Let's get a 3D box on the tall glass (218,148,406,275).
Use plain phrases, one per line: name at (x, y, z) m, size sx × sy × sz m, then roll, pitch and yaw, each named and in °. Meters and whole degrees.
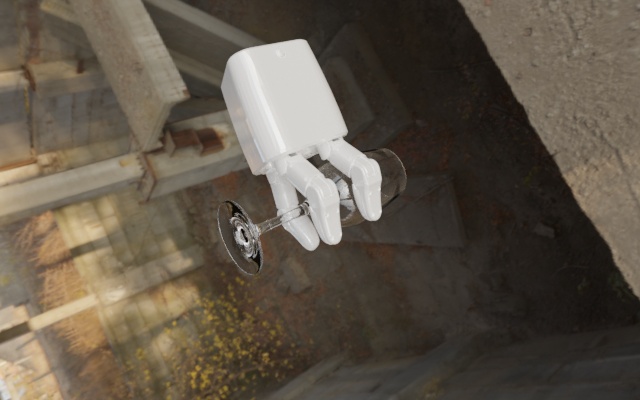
tall glass at (0.000, 0.002, 0.495) m, size 0.201 × 0.079 × 0.079 m, roll -23°, pitch 13°, yaw -34°
